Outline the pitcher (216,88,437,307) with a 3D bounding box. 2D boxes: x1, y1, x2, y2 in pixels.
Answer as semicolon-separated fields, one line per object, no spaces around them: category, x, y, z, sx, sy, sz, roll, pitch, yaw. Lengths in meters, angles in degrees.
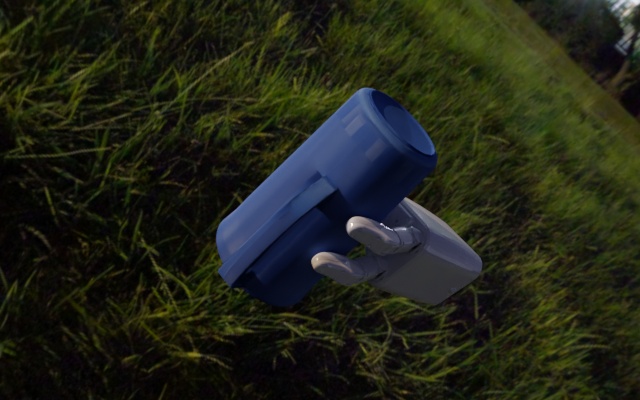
pitcher;0.000;0.002;0.511;0.145;0.149;0.243;27;-57;-31
